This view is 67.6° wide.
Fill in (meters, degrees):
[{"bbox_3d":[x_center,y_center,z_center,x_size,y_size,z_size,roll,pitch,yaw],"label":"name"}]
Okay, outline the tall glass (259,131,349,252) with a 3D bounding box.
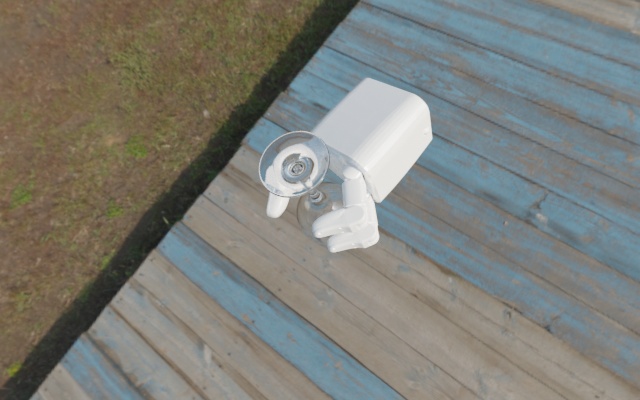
[{"bbox_3d":[0.000,0.002,0.559,0.079,0.079,0.201,0,-23,17],"label":"tall glass"}]
